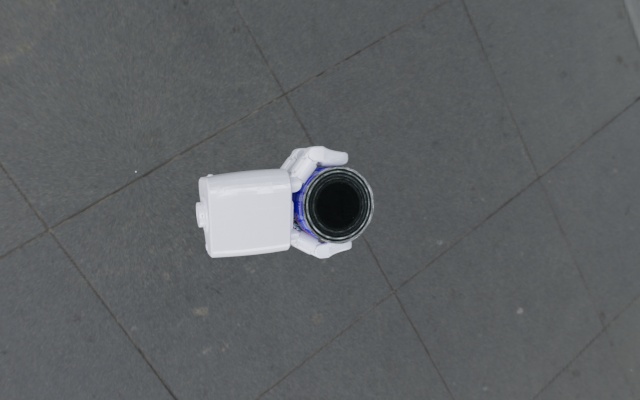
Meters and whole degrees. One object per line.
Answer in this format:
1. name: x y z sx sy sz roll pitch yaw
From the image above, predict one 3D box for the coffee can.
1. coffee can: 0.000 0.002 0.690 0.103 0.103 0.140 0 3 -21
